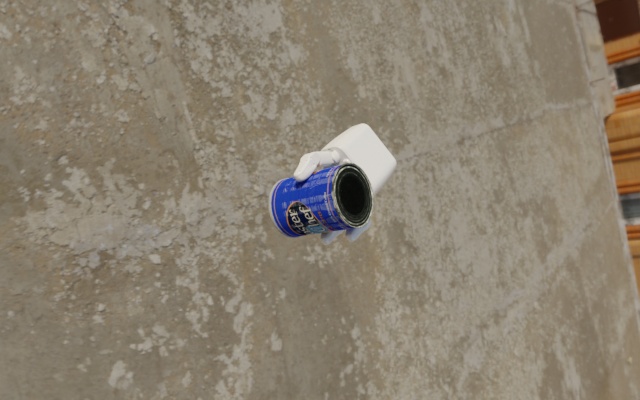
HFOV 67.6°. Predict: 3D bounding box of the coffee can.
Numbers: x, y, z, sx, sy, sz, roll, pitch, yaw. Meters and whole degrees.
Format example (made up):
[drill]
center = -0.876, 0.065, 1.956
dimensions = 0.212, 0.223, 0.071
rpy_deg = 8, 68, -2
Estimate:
[coffee can]
center = 0.000, 0.003, 0.773
dimensions = 0.140, 0.103, 0.103
rpy_deg = -11, -8, 41
